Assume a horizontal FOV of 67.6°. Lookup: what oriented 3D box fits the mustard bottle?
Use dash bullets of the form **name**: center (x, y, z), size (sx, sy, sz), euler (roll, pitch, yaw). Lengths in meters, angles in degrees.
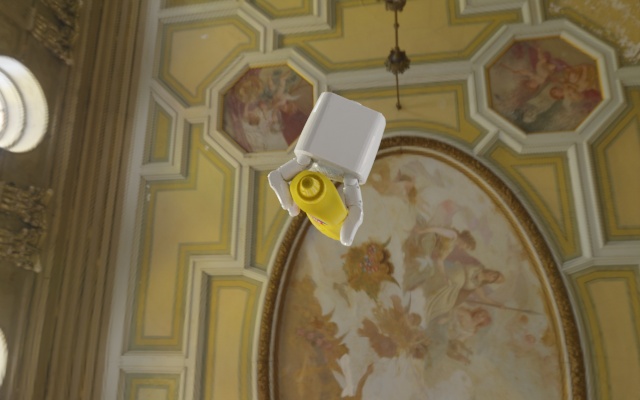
- **mustard bottle**: center (0.000, 0.003, 0.717), size (0.096, 0.058, 0.192), euler (46, -4, 19)
